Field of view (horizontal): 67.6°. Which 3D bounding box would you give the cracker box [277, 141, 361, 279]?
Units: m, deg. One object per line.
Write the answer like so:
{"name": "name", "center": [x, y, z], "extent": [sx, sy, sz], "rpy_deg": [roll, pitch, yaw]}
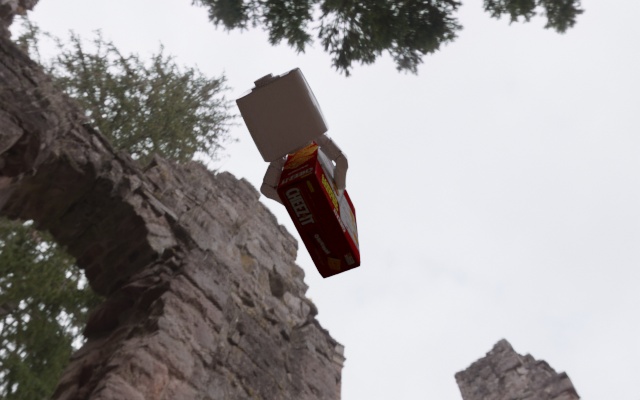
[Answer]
{"name": "cracker box", "center": [0.000, 0.002, 0.786], "extent": [0.072, 0.164, 0.213], "rpy_deg": [-23, 19, 11]}
